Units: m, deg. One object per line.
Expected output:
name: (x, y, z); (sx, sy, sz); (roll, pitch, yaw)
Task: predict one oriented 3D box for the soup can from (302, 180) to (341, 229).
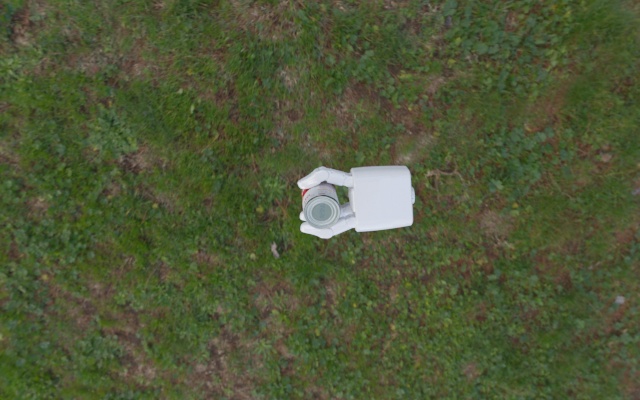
soup can: (0.000, 0.003, 0.887); (0.068, 0.068, 0.102); (0, 23, -4)
